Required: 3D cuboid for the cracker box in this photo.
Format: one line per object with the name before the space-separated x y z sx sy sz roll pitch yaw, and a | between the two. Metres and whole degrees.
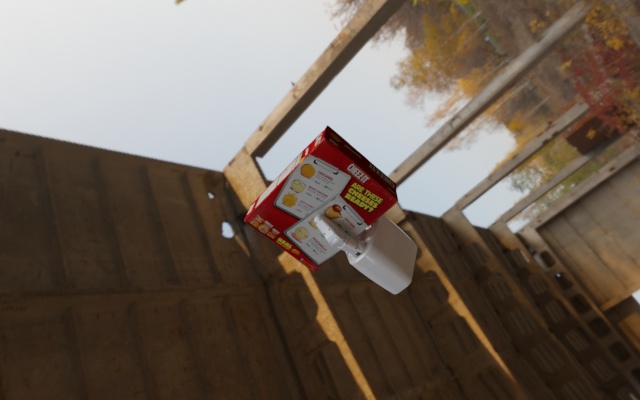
cracker box | 0.000 0.003 0.824 0.164 0.214 0.072 38 26 -17
